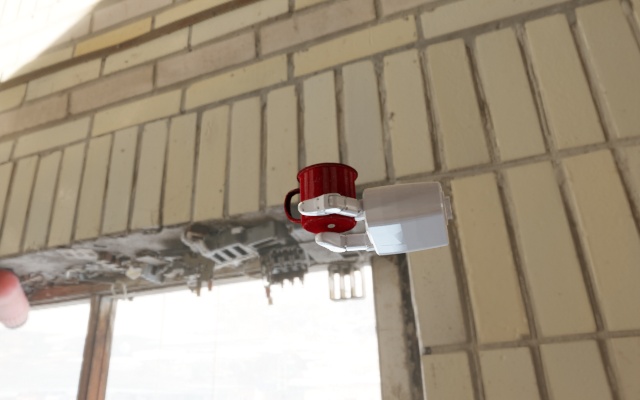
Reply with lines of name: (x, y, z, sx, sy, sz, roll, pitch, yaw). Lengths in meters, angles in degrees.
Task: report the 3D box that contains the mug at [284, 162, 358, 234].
mug: (-0.001, 0.003, 0.706, 0.117, 0.081, 0.093, -9, -23, 16)
